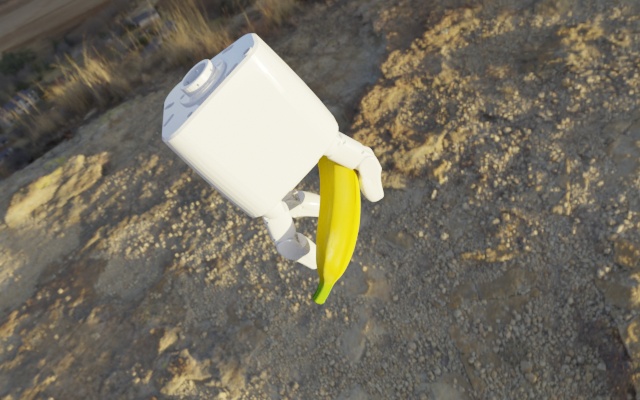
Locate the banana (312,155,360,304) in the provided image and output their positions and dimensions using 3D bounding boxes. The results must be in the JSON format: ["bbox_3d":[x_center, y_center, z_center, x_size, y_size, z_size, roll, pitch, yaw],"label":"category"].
[{"bbox_3d":[0.011,-0.004,0.466,0.037,0.197,0.070,24,-41,-26],"label":"banana"}]
